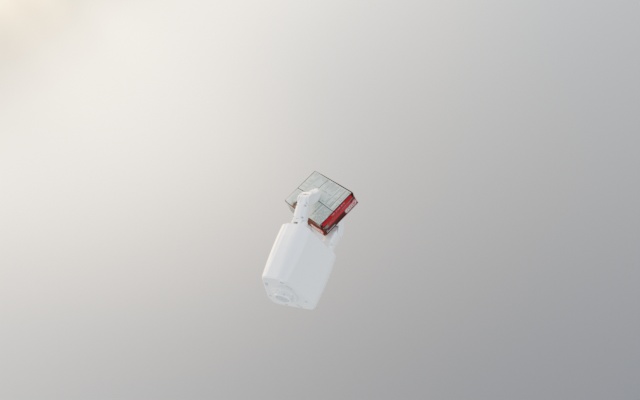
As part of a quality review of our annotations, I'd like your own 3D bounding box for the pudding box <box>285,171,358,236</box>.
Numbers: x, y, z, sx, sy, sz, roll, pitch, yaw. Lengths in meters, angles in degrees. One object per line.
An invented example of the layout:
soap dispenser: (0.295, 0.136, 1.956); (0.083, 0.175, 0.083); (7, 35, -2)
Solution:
pudding box: (0.000, 0.003, 0.893); (0.113, 0.090, 0.039); (34, -18, 40)
